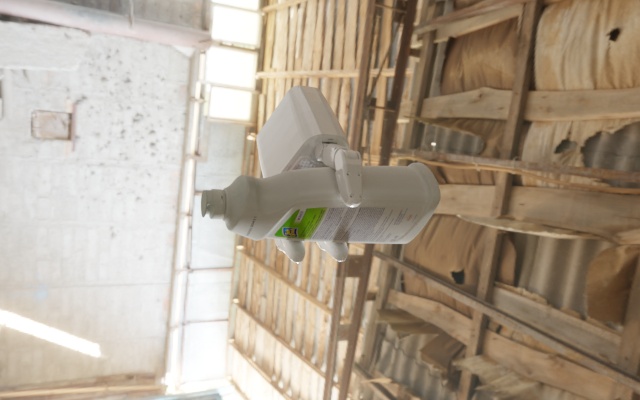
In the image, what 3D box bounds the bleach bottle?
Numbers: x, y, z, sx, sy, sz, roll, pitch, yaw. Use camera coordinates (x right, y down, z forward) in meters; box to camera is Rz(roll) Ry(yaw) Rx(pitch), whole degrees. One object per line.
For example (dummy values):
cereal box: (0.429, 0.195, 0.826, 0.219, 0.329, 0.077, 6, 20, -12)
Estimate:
bleach bottle: (0.000, 0.002, 0.521, 0.251, 0.068, 0.103, 2, -44, -24)
